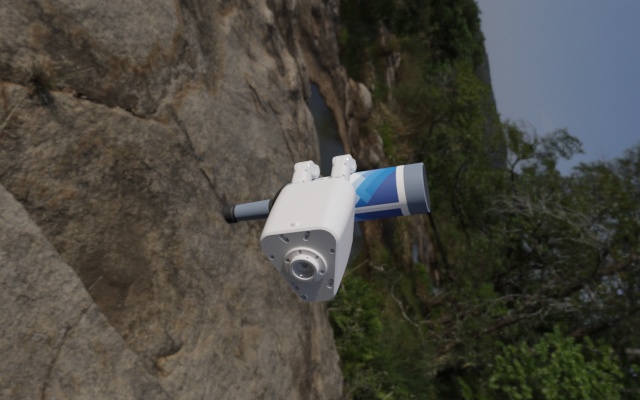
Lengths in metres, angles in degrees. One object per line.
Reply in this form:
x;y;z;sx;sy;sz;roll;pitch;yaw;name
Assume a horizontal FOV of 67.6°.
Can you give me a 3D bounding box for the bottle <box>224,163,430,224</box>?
0.000;0.002;0.672;0.296;0.069;0.069;-8;-2;18;bottle
